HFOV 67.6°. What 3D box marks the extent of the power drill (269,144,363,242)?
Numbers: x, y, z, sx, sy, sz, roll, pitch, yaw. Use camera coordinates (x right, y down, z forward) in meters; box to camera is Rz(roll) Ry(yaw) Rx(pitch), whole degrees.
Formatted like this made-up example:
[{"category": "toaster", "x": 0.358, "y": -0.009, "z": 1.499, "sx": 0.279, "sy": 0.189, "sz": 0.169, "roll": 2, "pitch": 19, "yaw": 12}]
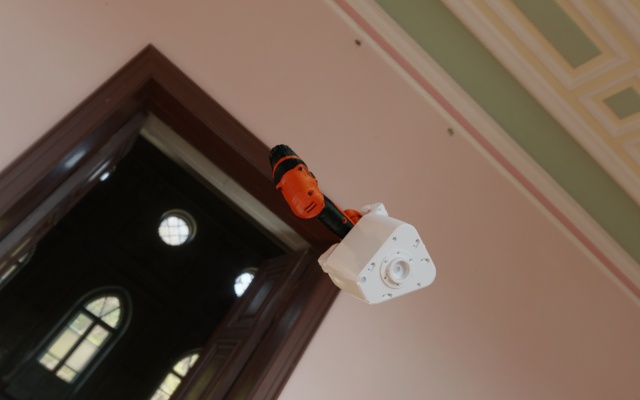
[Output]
[{"category": "power drill", "x": 0.001, "y": 0.003, "z": 0.743, "sx": 0.188, "sy": 0.057, "sz": 0.184, "roll": 40, "pitch": 12, "yaw": -33}]
